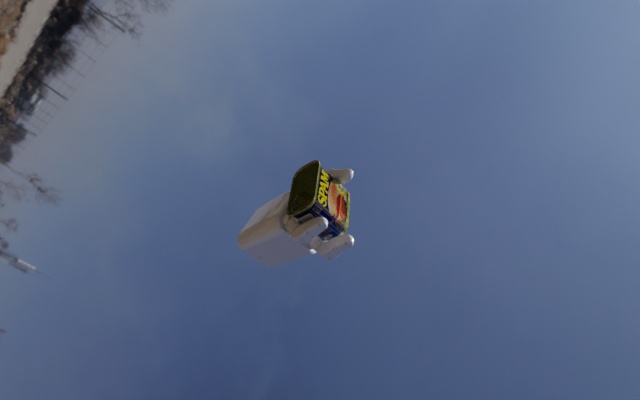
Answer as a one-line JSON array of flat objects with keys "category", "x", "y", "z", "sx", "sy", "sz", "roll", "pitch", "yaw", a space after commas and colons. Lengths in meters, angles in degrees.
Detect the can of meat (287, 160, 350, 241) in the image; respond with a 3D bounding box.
[{"category": "can of meat", "x": 0.000, "y": 0.003, "z": 0.747, "sx": 0.057, "sy": 0.102, "sz": 0.084, "roll": -27, "pitch": -53, "yaw": 32}]
